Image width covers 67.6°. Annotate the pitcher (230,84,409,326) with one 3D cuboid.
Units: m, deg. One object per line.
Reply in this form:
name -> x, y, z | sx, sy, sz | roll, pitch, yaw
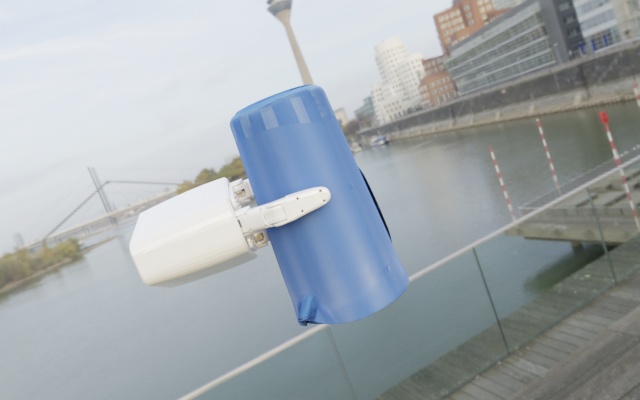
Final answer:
pitcher -> 0.000, 0.002, 0.531 | 0.145, 0.243, 0.149 | -22, 7, -4
